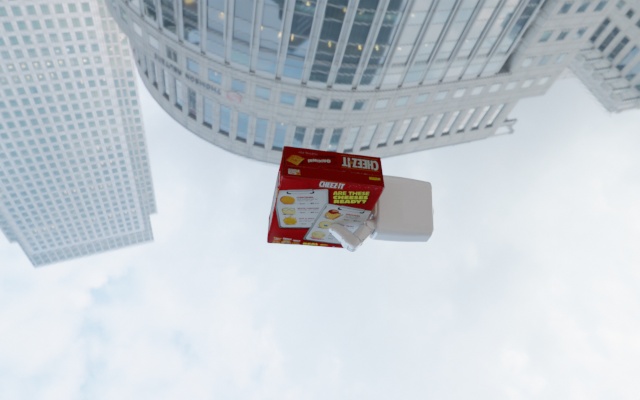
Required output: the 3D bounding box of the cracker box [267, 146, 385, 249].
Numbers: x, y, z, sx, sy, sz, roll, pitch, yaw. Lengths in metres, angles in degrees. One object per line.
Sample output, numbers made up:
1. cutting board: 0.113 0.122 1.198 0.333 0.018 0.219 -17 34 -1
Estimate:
1. cracker box: 0.000 0.003 0.829 0.164 0.072 0.214 5 -34 -10
